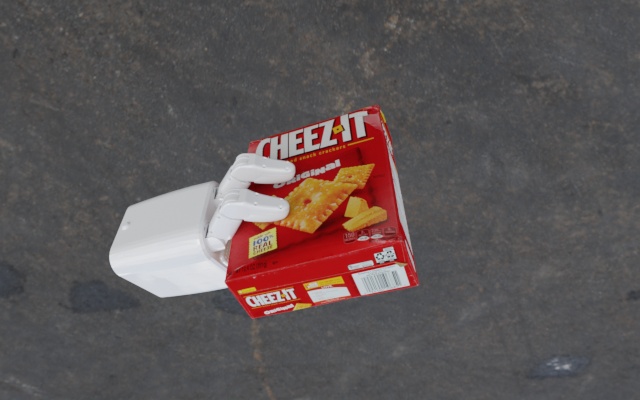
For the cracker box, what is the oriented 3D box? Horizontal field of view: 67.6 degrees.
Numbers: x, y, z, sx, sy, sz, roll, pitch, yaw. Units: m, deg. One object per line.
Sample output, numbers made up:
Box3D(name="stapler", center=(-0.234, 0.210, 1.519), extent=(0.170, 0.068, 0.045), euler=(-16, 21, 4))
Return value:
Box3D(name="cracker box", center=(0.000, 0.002, 0.495), extent=(0.164, 0.072, 0.213), euler=(-14, 42, 12))
